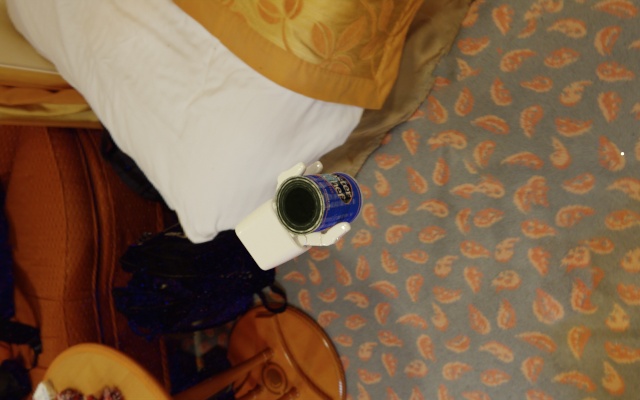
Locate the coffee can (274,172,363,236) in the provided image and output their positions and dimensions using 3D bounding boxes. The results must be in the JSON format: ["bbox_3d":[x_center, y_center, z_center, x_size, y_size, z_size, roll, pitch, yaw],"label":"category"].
[{"bbox_3d":[0.000,0.003,0.857,0.103,0.103,0.140,0,5,32],"label":"coffee can"}]
